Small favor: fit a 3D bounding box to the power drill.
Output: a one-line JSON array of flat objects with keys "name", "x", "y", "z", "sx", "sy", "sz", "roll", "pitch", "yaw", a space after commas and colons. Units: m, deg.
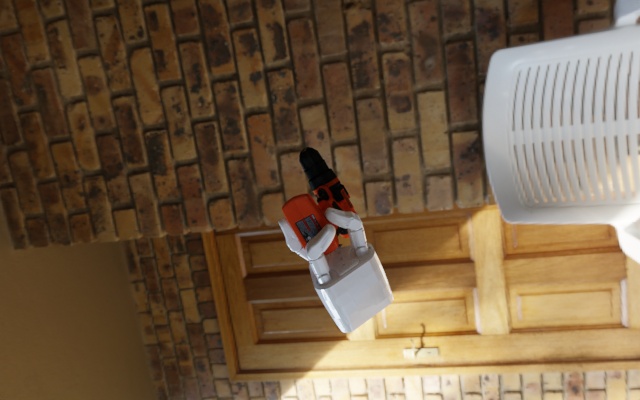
[{"name": "power drill", "x": 0.000, "y": 0.003, "z": 0.813, "sx": 0.057, "sy": 0.184, "sz": 0.187, "roll": -30, "pitch": 6, "yaw": 23}]
